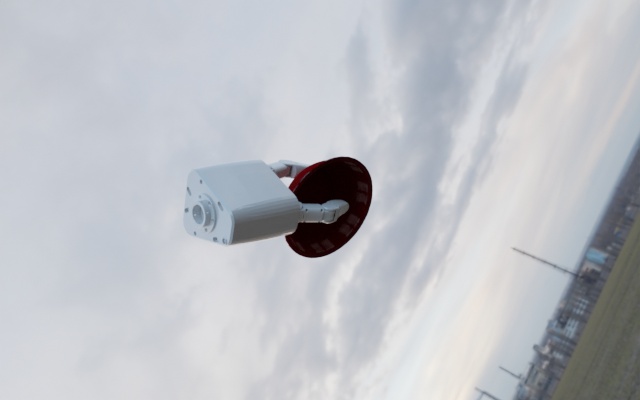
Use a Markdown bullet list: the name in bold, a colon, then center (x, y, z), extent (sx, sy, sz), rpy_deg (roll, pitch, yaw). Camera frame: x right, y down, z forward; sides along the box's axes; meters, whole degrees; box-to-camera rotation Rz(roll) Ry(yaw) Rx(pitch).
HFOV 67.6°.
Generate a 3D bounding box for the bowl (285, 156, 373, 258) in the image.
- **bowl**: center (0.001, 0.002, 0.707), extent (0.162, 0.162, 0.055), rpy_deg (0, 24, -40)
